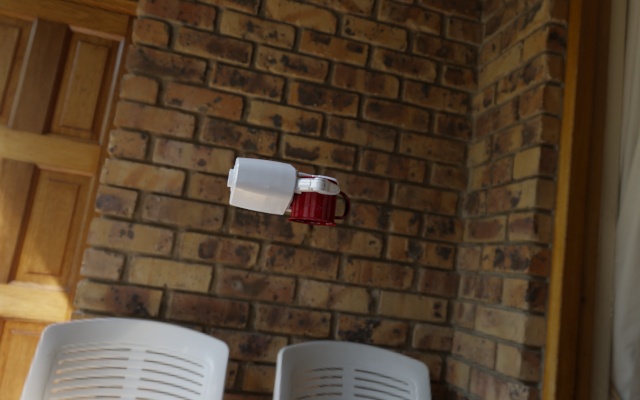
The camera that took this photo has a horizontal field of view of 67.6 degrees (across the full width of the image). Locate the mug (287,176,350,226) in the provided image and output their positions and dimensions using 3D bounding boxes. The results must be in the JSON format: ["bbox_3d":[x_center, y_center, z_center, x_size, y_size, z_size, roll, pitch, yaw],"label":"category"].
[{"bbox_3d":[0.002,0.003,0.897,0.117,0.081,0.093,8,-8,-12],"label":"mug"}]
